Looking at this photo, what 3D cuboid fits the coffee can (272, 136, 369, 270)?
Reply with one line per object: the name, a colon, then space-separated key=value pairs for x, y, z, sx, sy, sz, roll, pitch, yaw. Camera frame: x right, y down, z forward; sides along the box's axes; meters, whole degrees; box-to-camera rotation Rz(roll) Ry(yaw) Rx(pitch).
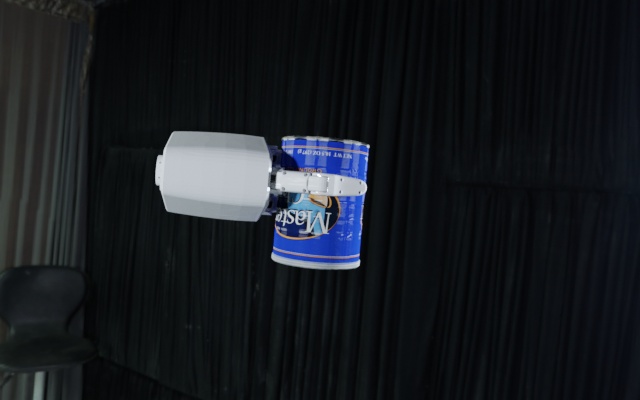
coffee can: x=0.000 y=0.002 z=0.555 sx=0.103 sy=0.140 sz=0.103 roll=5 pitch=2 yaw=0
